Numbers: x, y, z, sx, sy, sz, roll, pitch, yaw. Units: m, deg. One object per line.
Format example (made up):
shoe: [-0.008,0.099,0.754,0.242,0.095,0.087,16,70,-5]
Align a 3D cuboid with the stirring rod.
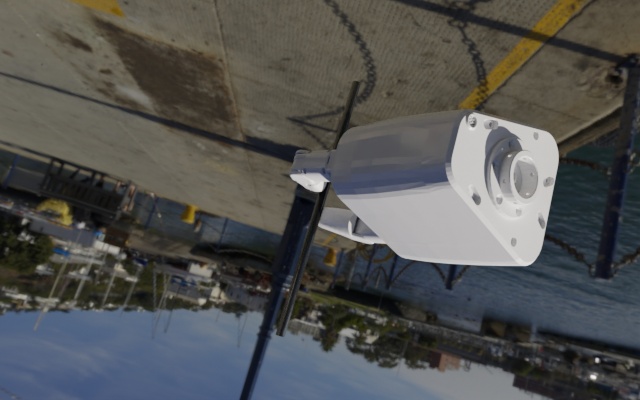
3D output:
stirring rod: [0.000,0.001,0.427,0.011,0.239,0.011,16,-12,4]
